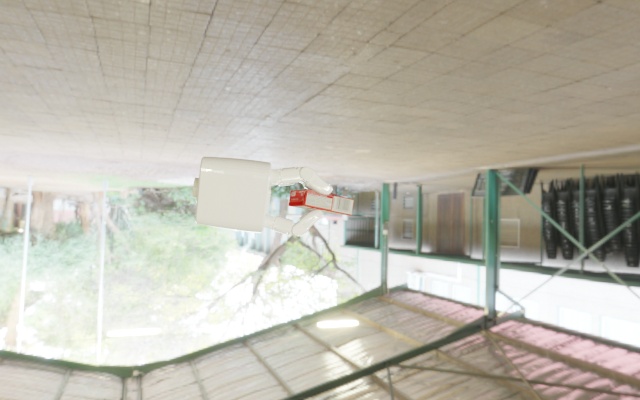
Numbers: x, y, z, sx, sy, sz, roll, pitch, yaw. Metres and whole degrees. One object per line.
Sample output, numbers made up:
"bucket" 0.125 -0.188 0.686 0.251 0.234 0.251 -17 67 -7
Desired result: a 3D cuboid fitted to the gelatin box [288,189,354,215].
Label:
"gelatin box" 0.000 0.003 0.795 0.089 0.030 0.073 12 -5 -22
